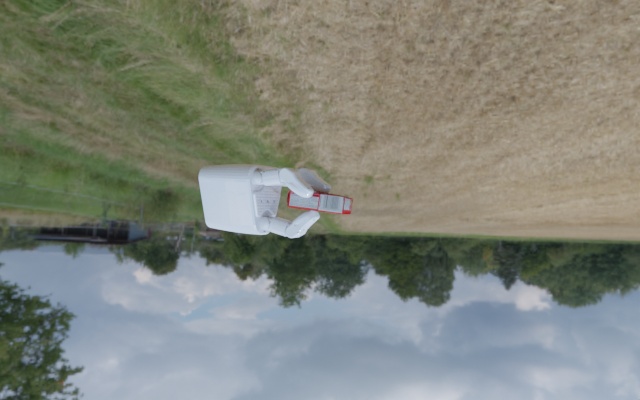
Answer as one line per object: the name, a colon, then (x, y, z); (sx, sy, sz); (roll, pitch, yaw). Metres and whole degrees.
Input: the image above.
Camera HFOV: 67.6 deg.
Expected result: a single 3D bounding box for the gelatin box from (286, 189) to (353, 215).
gelatin box: (0.000, 0.003, 0.745); (0.089, 0.030, 0.073); (7, -1, 14)
